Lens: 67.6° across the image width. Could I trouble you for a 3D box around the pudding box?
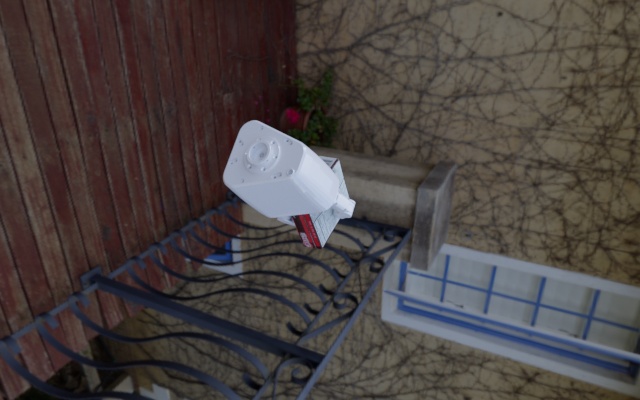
[{"bbox_3d":[0.000,0.002,0.712,0.039,0.090,0.113,9,46,30],"label":"pudding box"}]
